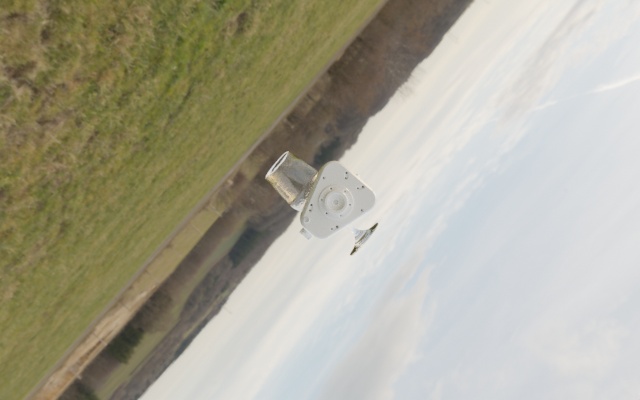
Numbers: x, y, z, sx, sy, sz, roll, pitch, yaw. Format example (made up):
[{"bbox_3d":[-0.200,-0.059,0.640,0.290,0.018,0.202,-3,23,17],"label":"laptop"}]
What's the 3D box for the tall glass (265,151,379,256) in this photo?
[{"bbox_3d":[0.001,0.003,0.822,0.201,0.079,0.079,40,0,0],"label":"tall glass"}]
